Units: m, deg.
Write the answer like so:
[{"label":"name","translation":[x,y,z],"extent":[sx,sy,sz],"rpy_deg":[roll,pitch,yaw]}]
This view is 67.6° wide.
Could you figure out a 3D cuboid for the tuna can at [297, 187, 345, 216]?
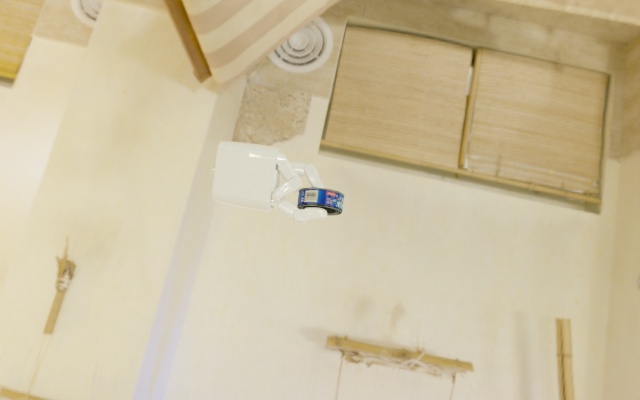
[{"label":"tuna can","translation":[0.000,0.003,0.881],"extent":[0.086,0.033,0.086],"rpy_deg":[6,-13,1]}]
